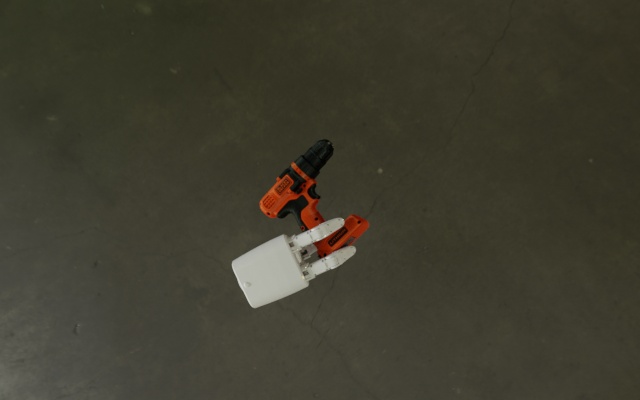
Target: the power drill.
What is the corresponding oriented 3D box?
[{"bbox_3d":[0.000,0.003,0.880,0.187,0.184,0.057,47,10,22],"label":"power drill"}]
